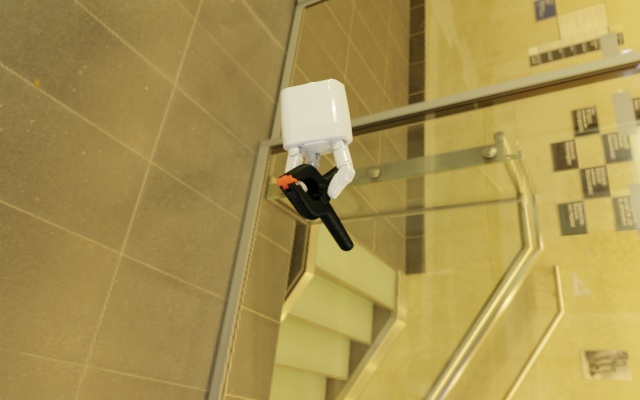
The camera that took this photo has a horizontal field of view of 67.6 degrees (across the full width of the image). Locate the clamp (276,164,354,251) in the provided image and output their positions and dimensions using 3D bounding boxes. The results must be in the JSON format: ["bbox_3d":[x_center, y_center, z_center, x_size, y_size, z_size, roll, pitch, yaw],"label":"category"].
[{"bbox_3d":[0.001,0.002,0.807,0.036,0.164,0.210,-15,-14,28],"label":"clamp"}]
